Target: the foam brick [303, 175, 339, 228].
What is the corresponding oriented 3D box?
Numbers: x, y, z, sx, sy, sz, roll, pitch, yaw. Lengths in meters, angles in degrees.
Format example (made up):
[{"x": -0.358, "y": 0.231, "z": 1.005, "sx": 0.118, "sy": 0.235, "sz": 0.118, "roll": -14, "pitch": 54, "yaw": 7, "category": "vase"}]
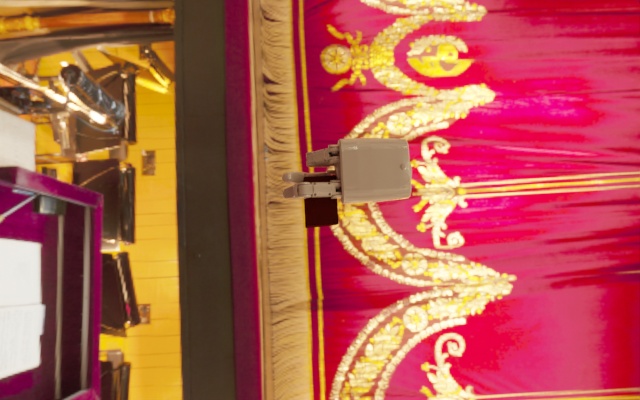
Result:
[{"x": 0.000, "y": 0.003, "z": 0.753, "sx": 0.051, "sy": 0.078, "sz": 0.053, "roll": -3, "pitch": -5, "yaw": -3, "category": "foam brick"}]
